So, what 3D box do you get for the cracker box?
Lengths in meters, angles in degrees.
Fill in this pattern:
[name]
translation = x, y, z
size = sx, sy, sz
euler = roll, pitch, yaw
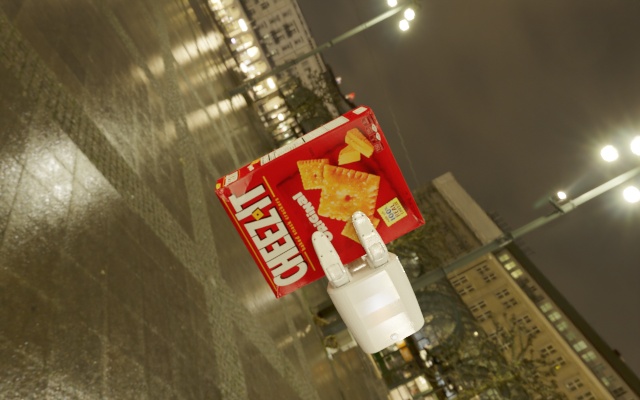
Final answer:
[cracker box]
translation = 0.000, 0.002, 0.606
size = 0.213, 0.164, 0.072
euler = -27, 16, 0
